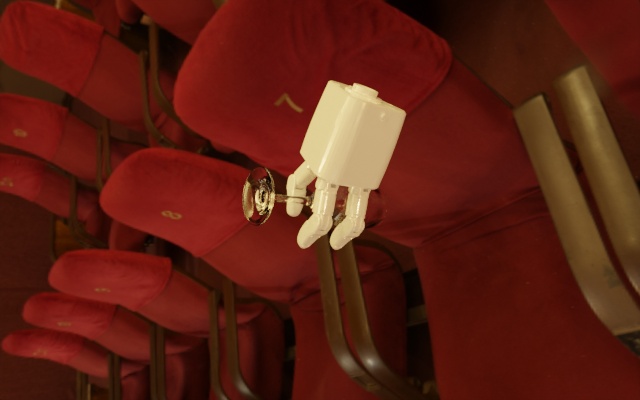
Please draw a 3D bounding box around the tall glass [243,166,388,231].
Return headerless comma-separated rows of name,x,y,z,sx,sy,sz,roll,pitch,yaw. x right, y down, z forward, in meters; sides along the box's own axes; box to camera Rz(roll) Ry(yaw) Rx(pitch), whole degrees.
tall glass,-0.001,0.002,0.653,0.201,0.079,0.079,6,-4,-38
